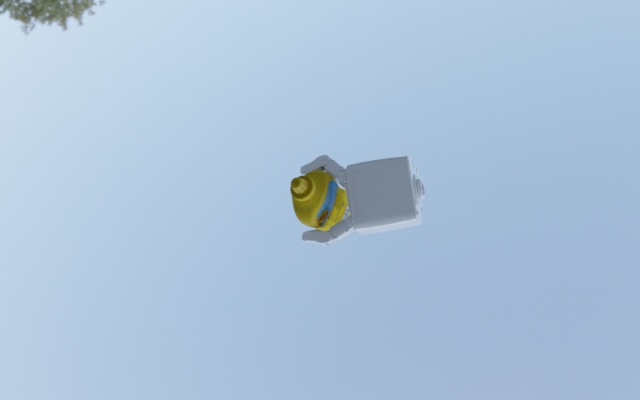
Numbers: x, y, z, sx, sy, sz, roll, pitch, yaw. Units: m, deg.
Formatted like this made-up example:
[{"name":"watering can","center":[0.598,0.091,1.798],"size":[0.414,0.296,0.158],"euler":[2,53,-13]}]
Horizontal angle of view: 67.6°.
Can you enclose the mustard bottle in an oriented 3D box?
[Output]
[{"name":"mustard bottle","center":[0.000,0.003,0.818],"size":[0.058,0.096,0.192],"euler":[16,-11,28]}]
